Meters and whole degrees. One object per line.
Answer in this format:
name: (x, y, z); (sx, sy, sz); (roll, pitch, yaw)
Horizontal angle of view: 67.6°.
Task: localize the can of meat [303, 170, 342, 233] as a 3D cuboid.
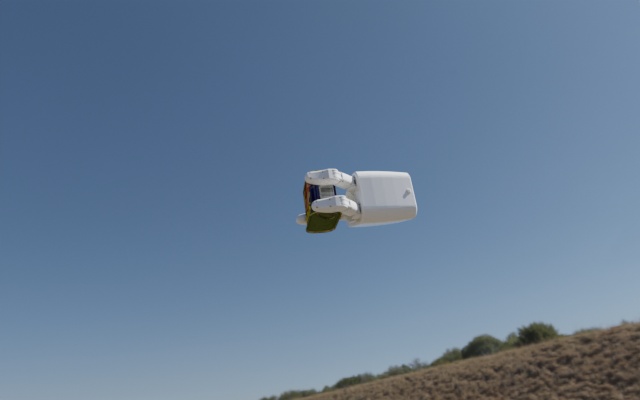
can of meat: (0.000, 0.003, 0.878); (0.057, 0.084, 0.102); (-3, -25, -10)
